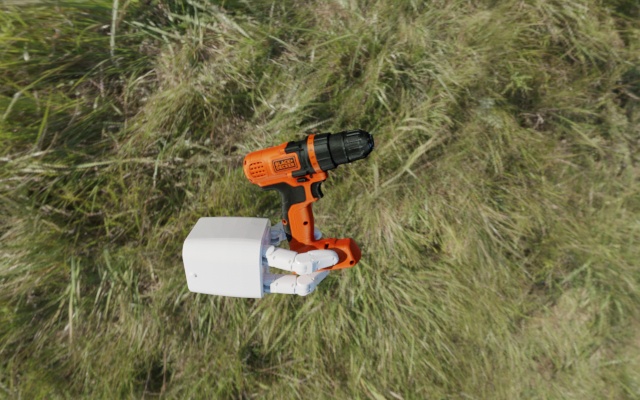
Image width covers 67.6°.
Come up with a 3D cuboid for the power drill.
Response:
[{"bbox_3d":[0.000,0.003,0.665,0.184,0.188,0.057,-10,13,19],"label":"power drill"}]
